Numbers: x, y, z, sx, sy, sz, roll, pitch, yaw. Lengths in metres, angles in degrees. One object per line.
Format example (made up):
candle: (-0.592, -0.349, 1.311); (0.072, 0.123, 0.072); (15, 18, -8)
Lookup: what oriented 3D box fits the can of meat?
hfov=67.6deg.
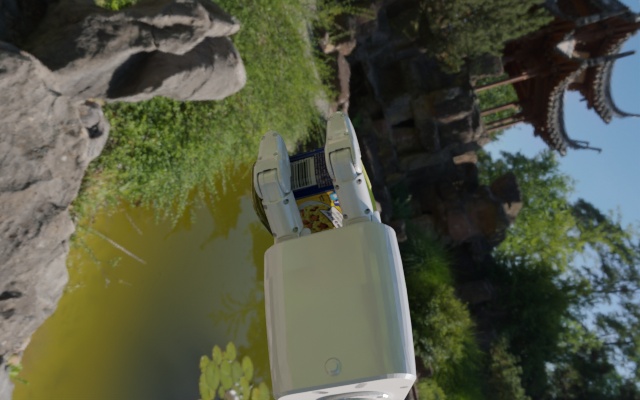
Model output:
can of meat: (0.000, 0.001, 0.407); (0.084, 0.057, 0.102); (-14, -37, 13)
